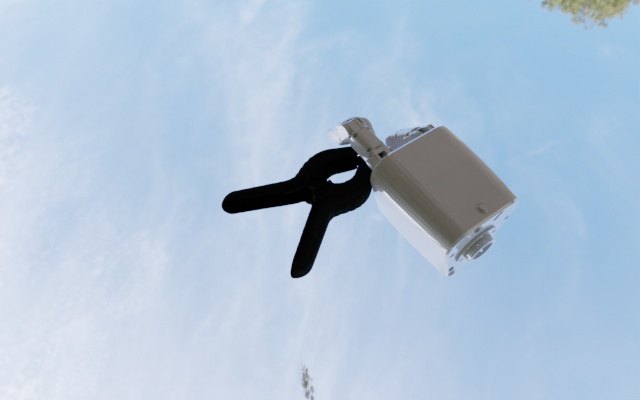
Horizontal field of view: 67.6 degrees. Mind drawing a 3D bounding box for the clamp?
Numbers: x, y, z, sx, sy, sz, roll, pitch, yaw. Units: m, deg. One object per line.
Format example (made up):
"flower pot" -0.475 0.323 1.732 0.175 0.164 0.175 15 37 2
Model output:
"clamp" 0.000 0.002 0.484 0.171 0.120 0.039 -30 -27 -17
